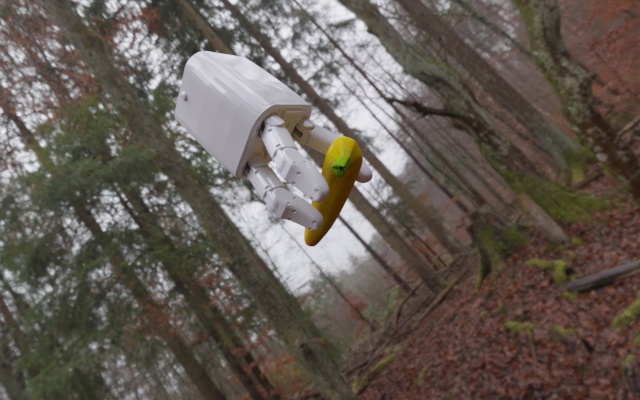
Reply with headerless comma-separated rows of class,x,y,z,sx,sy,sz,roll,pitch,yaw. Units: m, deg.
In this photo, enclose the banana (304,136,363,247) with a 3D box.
banana,0.011,-0.013,0.508,0.037,0.069,0.198,34,-26,9
